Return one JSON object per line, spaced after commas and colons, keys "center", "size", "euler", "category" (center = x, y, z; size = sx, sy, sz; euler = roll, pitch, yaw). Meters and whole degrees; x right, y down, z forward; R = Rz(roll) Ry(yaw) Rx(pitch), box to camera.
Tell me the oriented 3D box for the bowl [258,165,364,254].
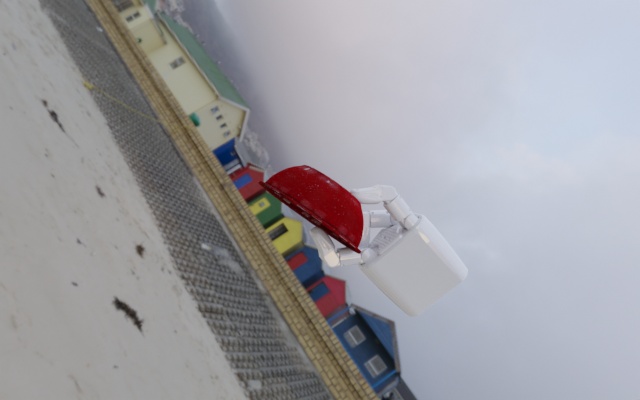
{"center": [-0.001, 0.001, 0.620], "size": [0.162, 0.055, 0.162], "euler": [34, -5, 3], "category": "bowl"}
